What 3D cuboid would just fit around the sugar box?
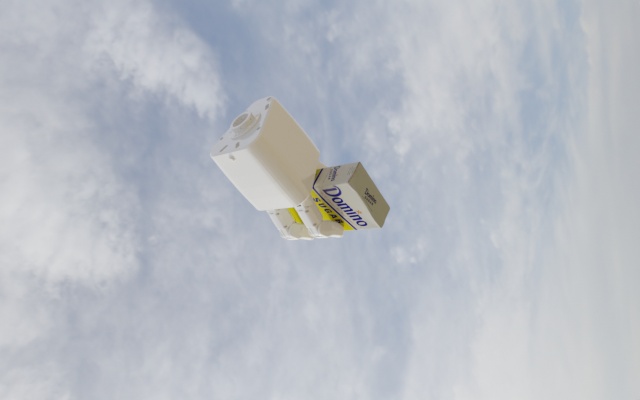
[{"bbox_3d":[0.000,0.003,0.682,0.176,0.048,0.093,-6,-47,42],"label":"sugar box"}]
